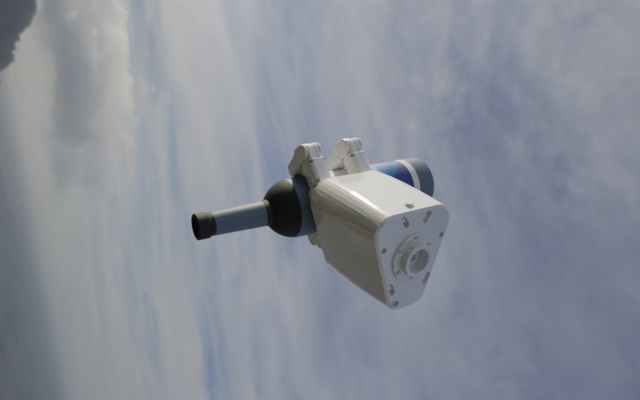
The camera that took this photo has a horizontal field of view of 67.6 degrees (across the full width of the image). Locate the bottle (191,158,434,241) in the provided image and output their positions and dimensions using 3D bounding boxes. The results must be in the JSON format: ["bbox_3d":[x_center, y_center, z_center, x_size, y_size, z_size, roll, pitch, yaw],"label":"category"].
[{"bbox_3d":[0.000,0.002,0.549,0.295,0.069,0.069,-11,6,-30],"label":"bottle"}]
